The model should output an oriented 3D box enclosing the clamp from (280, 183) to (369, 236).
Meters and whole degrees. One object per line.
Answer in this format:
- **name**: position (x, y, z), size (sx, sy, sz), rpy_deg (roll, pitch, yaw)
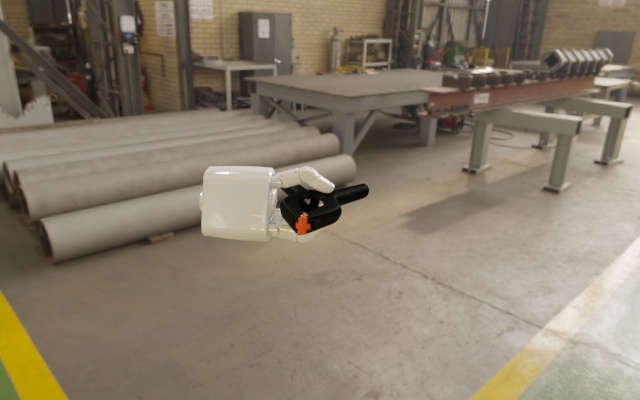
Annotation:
- **clamp**: position (0.000, 0.002, 0.764), size (0.164, 0.036, 0.210), rpy_deg (4, 20, 1)
